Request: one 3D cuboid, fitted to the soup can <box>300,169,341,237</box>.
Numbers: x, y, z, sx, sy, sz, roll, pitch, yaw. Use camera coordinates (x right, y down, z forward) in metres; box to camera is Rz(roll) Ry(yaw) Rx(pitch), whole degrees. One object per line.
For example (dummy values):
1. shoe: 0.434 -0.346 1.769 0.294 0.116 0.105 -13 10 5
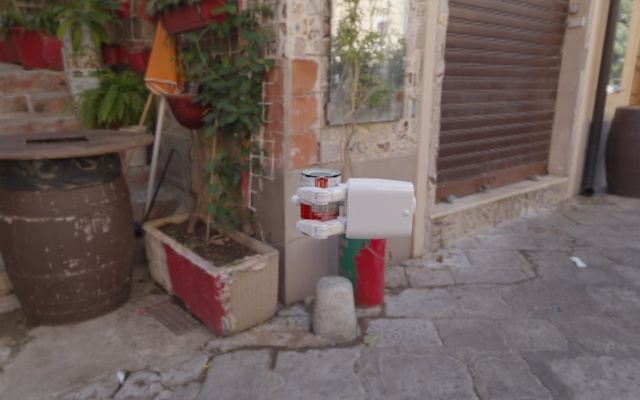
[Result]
1. soup can: 0.000 0.002 0.798 0.068 0.102 0.068 1 14 0
